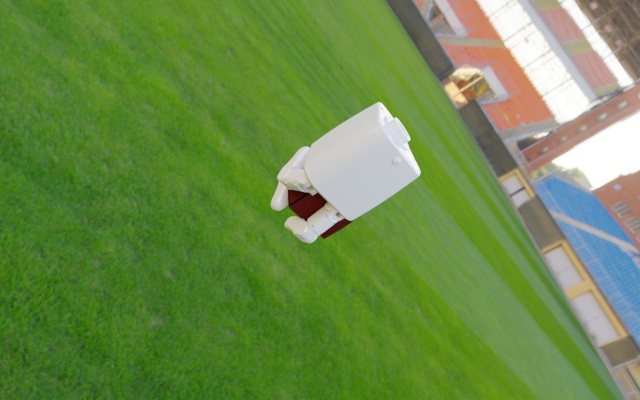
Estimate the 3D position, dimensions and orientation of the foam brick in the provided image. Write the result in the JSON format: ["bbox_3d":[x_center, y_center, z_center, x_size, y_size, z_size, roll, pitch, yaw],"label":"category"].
[{"bbox_3d":[0.000,0.002,0.631,0.051,0.053,0.078,-33,-55,20],"label":"foam brick"}]
